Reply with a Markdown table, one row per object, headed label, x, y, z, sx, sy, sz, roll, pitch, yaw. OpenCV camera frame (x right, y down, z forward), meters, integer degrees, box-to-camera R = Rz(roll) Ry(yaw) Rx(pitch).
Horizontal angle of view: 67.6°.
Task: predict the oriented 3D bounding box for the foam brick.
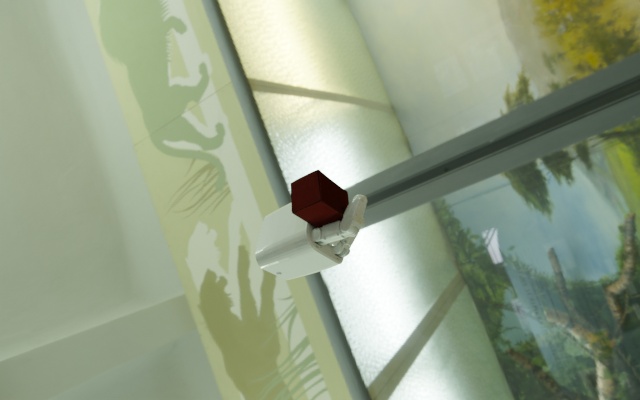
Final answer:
| label | x | y | z | sx | sy | sz | roll | pitch | yaw |
| --- | --- | --- | --- | --- | --- | --- | --- | --- | --- |
| foam brick | 0.000 | 0.002 | 0.680 | 0.051 | 0.053 | 0.078 | -23 | -36 | 27 |
